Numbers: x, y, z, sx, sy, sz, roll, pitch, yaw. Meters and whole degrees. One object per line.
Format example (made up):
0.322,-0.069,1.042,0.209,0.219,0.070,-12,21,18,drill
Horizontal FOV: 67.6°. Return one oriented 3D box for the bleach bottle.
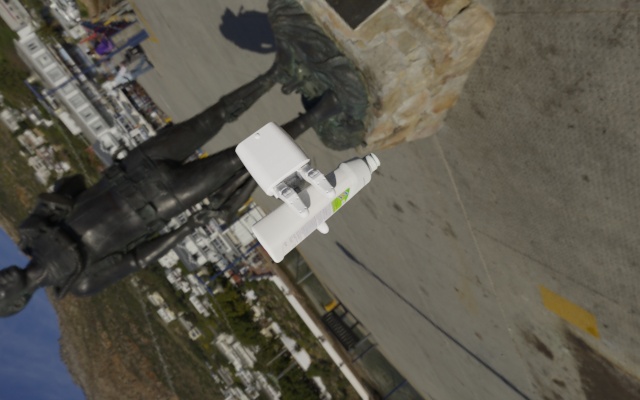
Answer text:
0.000,0.003,0.843,0.251,0.068,0.103,-37,-17,-11,bleach bottle
